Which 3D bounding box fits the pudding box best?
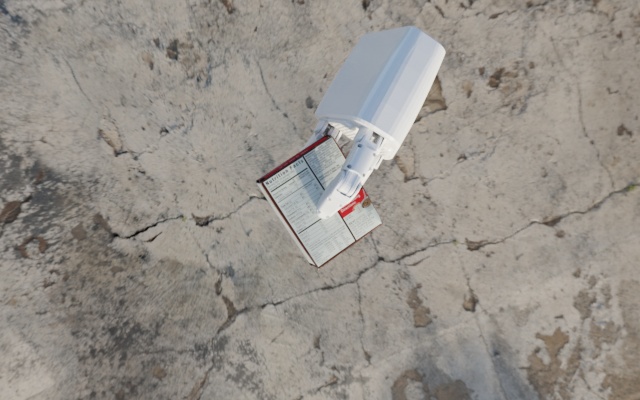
[{"bbox_3d":[0.000,0.002,0.500,0.090,0.113,0.039,-34,10,-9],"label":"pudding box"}]
